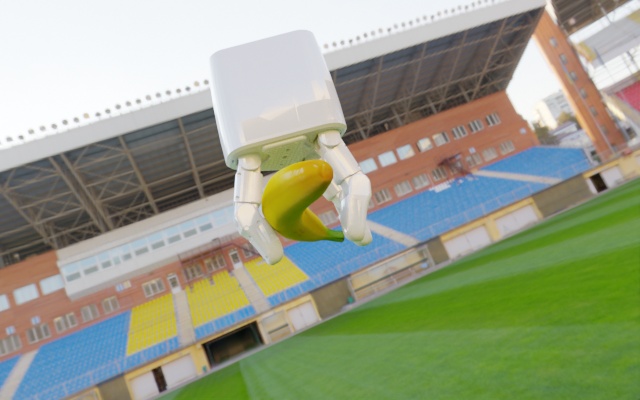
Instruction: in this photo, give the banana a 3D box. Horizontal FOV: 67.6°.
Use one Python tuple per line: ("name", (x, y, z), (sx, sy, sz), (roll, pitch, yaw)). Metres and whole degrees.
("banana", (-0.018, 0.005, 0.417), (0.069, 0.037, 0.198), (-8, -17, 3))
